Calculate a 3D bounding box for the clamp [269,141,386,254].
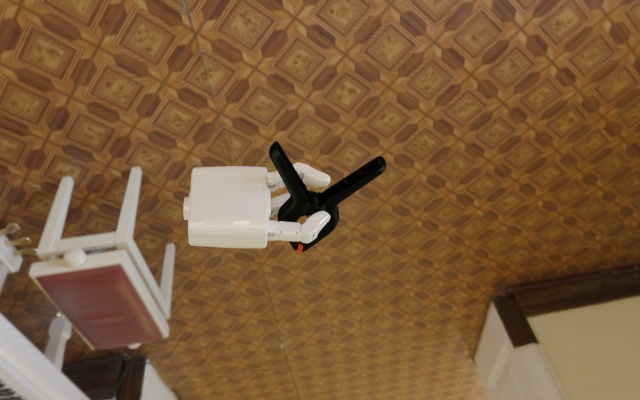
[{"bbox_3d":[0.000,0.003,0.709,0.164,0.210,0.036,2,44,-9],"label":"clamp"}]
